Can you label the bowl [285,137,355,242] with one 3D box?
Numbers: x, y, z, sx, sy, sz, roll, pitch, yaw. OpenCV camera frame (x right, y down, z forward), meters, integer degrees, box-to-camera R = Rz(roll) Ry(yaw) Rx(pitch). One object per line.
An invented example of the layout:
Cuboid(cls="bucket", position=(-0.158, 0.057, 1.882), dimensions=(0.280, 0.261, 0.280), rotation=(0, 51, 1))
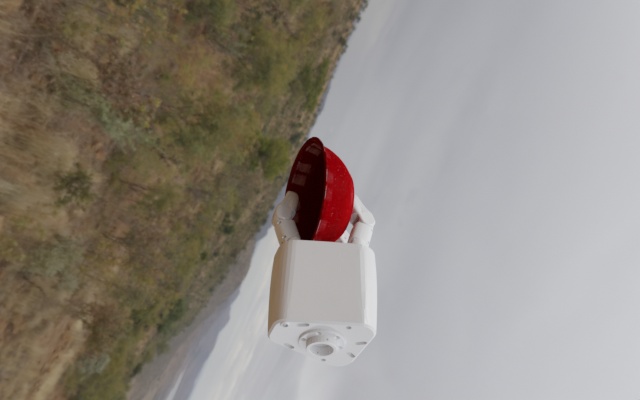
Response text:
Cuboid(cls="bowl", position=(0.000, 0.001, 0.620), dimensions=(0.055, 0.162, 0.162), rotation=(9, -3, -20))
